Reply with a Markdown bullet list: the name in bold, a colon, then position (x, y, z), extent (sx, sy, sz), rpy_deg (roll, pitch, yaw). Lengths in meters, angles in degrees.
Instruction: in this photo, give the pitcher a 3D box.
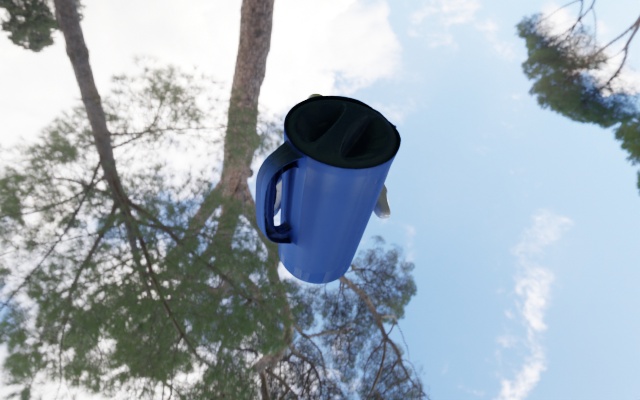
- **pitcher**: position (0.000, 0.002, 0.610), extent (0.149, 0.243, 0.145), rpy_deg (11, 45, -1)
